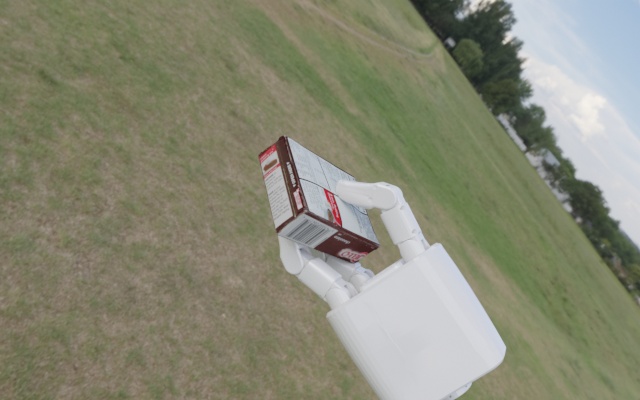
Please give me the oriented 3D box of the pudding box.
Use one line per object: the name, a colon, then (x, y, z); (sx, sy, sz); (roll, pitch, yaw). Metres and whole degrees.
pudding box: (0.000, 0.001, 0.443); (0.039, 0.090, 0.113); (-35, -38, 23)
